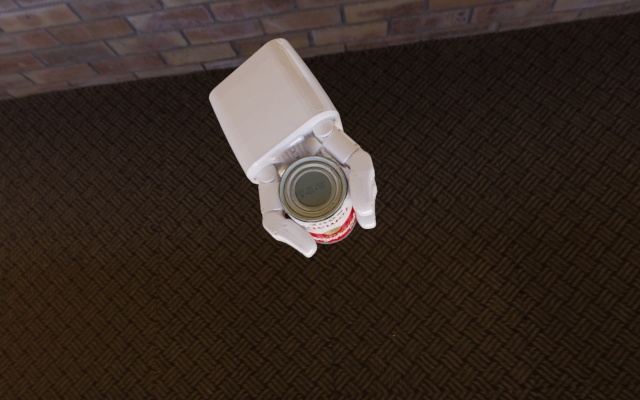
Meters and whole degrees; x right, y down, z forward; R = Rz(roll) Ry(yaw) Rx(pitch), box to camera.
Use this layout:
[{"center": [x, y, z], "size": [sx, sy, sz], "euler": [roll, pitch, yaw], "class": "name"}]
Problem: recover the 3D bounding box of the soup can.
[{"center": [0.000, 0.002, 0.490], "size": [0.068, 0.068, 0.102], "euler": [0, -16, 9], "class": "soup can"}]
